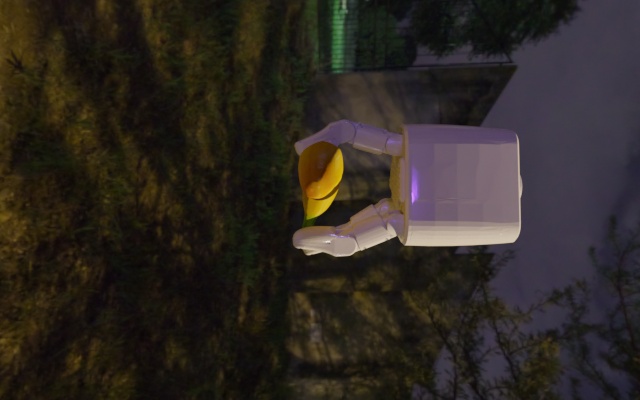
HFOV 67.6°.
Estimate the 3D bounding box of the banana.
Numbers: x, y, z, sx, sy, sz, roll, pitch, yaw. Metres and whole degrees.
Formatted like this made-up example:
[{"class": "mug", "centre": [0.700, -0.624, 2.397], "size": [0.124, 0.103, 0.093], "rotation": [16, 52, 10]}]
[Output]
[{"class": "banana", "centre": [0.001, -0.016, 0.421], "size": [0.037, 0.069, 0.198], "rotation": [3, -13, 0]}]
